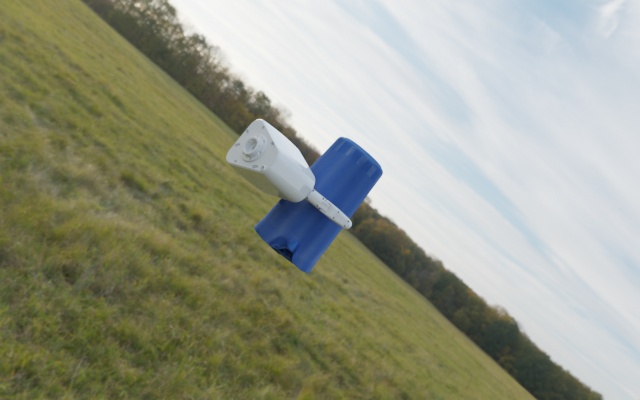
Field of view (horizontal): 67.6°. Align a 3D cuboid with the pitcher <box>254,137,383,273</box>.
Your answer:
[{"bbox_3d":[0.000,0.003,0.897,0.149,0.243,0.145,41,1,39],"label":"pitcher"}]
